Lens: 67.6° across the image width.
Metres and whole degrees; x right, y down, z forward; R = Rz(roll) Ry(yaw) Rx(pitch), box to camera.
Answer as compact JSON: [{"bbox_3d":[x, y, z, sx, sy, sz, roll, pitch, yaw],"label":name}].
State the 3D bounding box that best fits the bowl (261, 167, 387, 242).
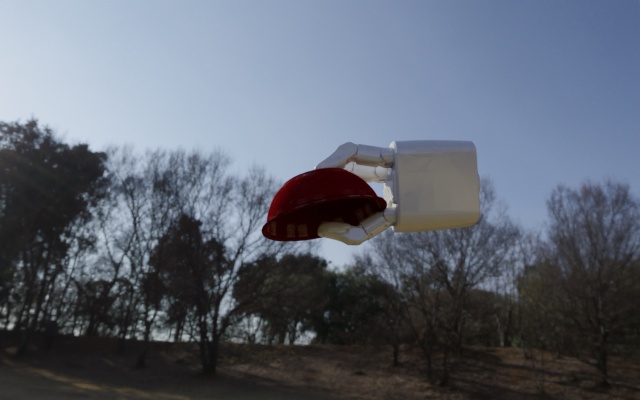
[{"bbox_3d":[-0.001,0.002,0.607,0.162,0.055,0.162,-12,-18,-4],"label":"bowl"}]
